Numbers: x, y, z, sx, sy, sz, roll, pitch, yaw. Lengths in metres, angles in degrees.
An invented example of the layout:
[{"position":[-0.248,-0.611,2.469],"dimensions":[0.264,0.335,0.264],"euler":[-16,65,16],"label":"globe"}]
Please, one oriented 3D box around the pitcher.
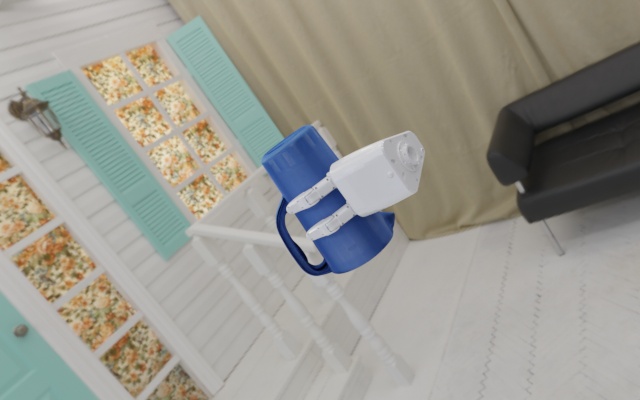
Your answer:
[{"position":[0.000,0.003,0.820],"dimensions":[0.145,0.243,0.149],"euler":[-25,15,43],"label":"pitcher"}]
